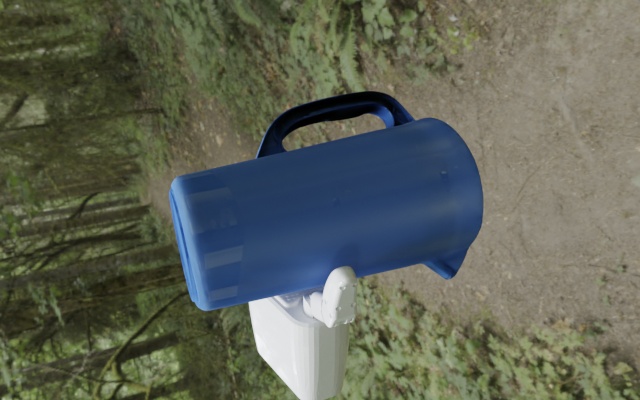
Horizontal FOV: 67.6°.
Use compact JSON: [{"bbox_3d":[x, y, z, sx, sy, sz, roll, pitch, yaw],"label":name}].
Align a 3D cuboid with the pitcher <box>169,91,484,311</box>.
[{"bbox_3d":[0.000,0.002,0.414,0.243,0.145,0.149,-12,32,-20],"label":"pitcher"}]
